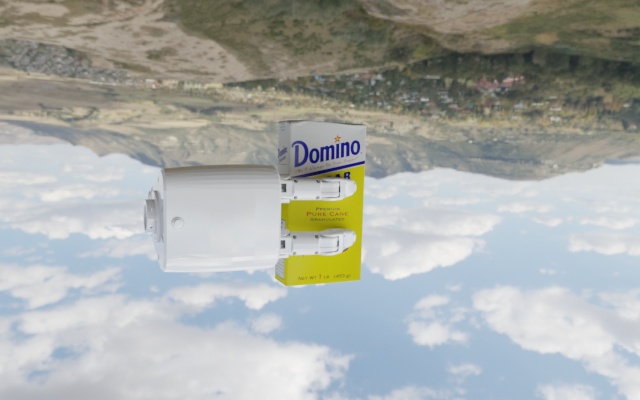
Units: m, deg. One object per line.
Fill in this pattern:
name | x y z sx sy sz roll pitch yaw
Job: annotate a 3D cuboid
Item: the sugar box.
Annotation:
sugar box | 0.000 0.002 0.529 0.093 0.176 0.048 -1 7 -23
